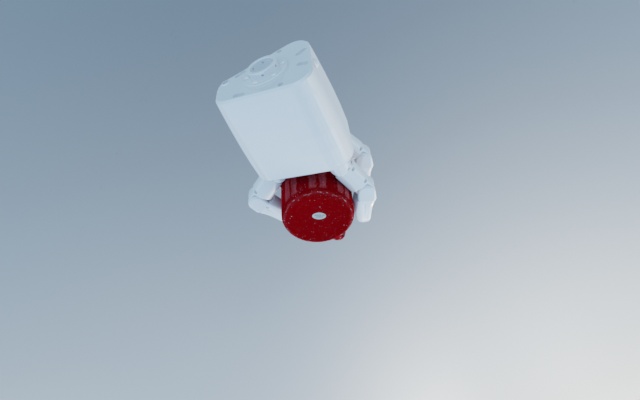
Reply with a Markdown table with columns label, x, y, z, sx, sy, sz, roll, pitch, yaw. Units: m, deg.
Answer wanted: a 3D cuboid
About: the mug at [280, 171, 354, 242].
| label | x | y | z | sx | sy | sz | roll | pitch | yaw |
| --- | --- | --- | --- | --- | --- | --- | --- | --- | --- |
| mug | 0.001 | 0.003 | 0.563 | 0.093 | 0.117 | 0.081 | -20 | 40 | 13 |
